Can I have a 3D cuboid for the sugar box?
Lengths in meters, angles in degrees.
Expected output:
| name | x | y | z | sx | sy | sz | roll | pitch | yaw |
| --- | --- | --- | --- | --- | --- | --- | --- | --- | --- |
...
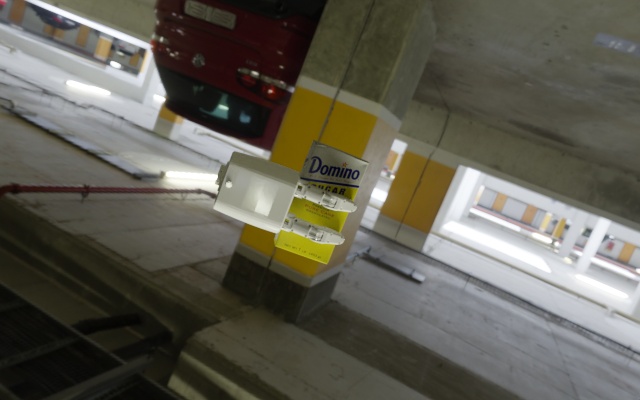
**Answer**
| name | x | y | z | sx | sy | sz | roll | pitch | yaw |
| --- | --- | --- | --- | --- | --- | --- | --- | --- | --- |
| sugar box | 0.000 | 0.003 | 0.759 | 0.093 | 0.176 | 0.048 | 20 | 8 | -11 |
